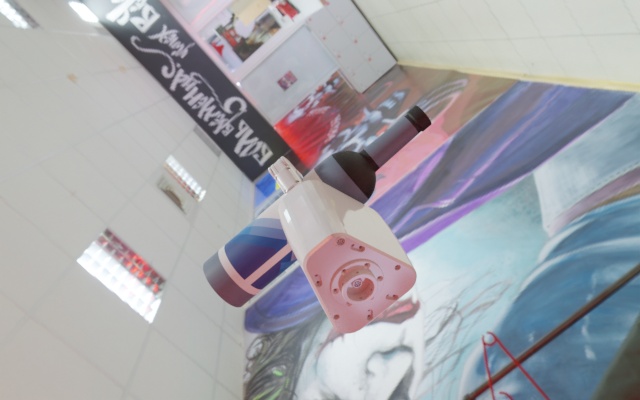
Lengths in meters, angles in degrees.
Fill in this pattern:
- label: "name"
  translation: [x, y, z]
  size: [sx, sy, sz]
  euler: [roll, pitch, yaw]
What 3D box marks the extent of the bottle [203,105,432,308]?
- label: "bottle"
  translation: [0.000, 0.002, 0.532]
  size: [0.296, 0.069, 0.069]
  euler: [-40, -5, 6]
